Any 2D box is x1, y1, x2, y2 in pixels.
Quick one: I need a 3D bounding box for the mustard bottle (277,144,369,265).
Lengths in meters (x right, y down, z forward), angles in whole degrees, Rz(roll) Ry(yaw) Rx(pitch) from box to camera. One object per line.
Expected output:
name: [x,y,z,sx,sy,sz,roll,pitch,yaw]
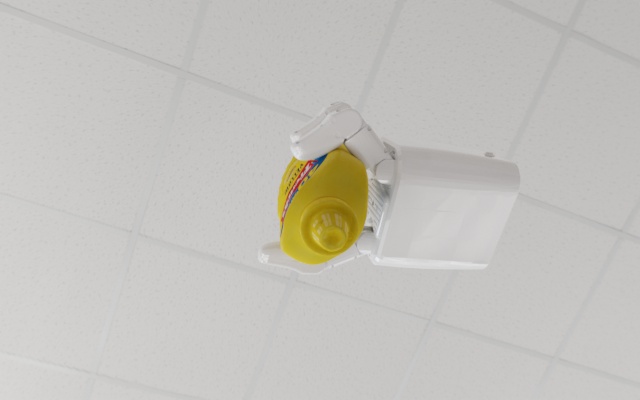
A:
mustard bottle: [0.000,0.001,0.401,0.058,0.096,0.191,30,10,-12]
